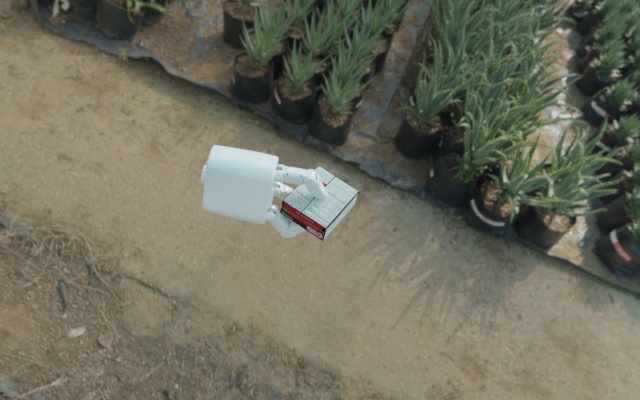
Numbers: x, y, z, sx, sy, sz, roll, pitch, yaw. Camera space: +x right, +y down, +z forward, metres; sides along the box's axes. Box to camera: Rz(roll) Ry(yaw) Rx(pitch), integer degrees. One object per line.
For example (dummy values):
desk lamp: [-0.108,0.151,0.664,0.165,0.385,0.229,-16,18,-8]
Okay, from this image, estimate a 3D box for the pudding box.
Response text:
pudding box: [0.000,0.003,0.806,0.090,0.039,0.113,34,53,13]
